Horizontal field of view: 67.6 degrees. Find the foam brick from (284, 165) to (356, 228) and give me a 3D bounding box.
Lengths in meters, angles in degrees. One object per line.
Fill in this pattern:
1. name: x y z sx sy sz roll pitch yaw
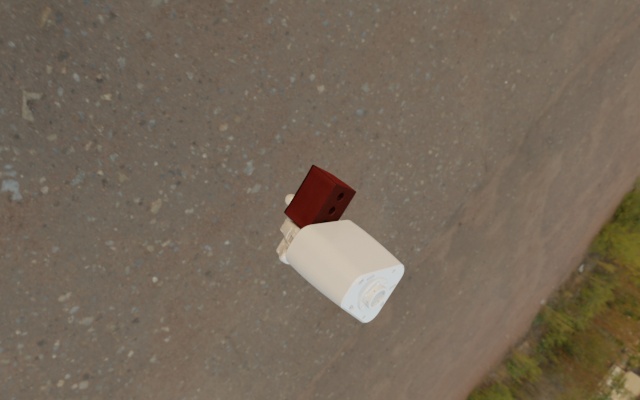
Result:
1. foam brick: 0.000 0.002 0.643 0.051 0.078 0.053 38 11 36
